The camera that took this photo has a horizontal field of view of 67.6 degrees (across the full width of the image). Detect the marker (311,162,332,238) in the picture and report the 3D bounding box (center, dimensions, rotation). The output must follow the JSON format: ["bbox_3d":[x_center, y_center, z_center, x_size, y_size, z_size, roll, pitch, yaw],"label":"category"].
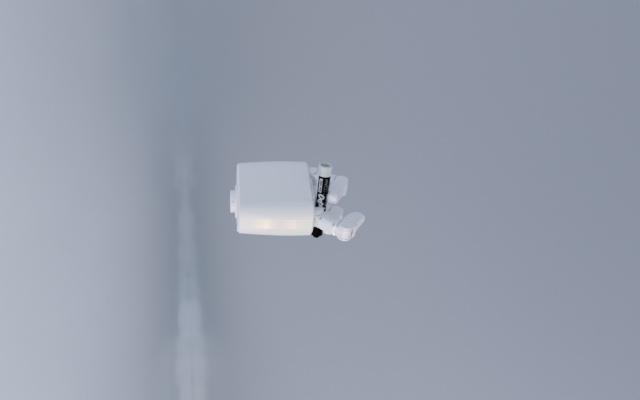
[{"bbox_3d":[0.000,0.002,0.690,0.020,0.121,0.020,6,30,-3],"label":"marker"}]
